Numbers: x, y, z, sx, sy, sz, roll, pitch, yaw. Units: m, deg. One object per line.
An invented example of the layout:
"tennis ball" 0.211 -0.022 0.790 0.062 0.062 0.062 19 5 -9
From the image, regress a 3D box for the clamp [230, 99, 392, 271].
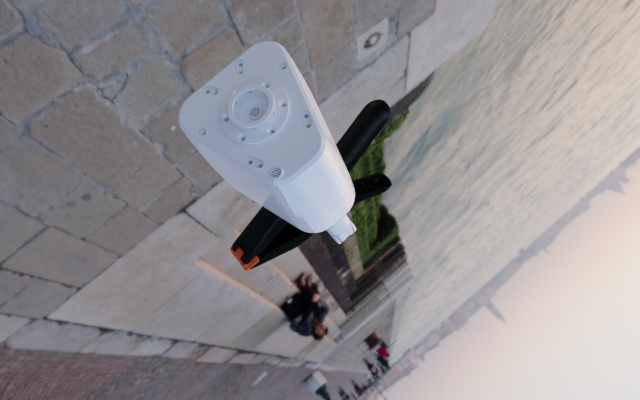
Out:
"clamp" 0.000 0.002 0.513 0.210 0.036 0.165 -41 -26 -3
